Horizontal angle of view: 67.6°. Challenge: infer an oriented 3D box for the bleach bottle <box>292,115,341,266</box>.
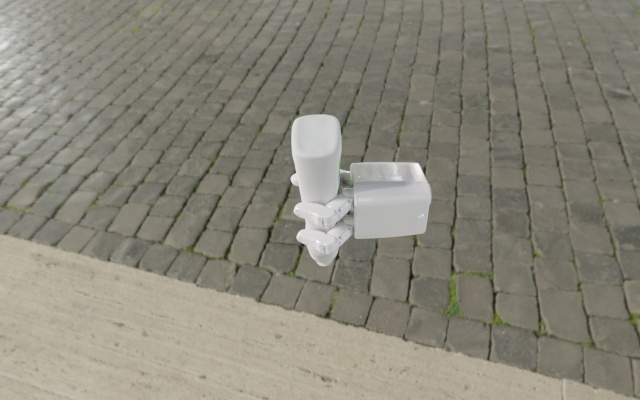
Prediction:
[{"bbox_3d":[0.000,0.002,0.727,0.068,0.251,0.102,-2,43,2],"label":"bleach bottle"}]
